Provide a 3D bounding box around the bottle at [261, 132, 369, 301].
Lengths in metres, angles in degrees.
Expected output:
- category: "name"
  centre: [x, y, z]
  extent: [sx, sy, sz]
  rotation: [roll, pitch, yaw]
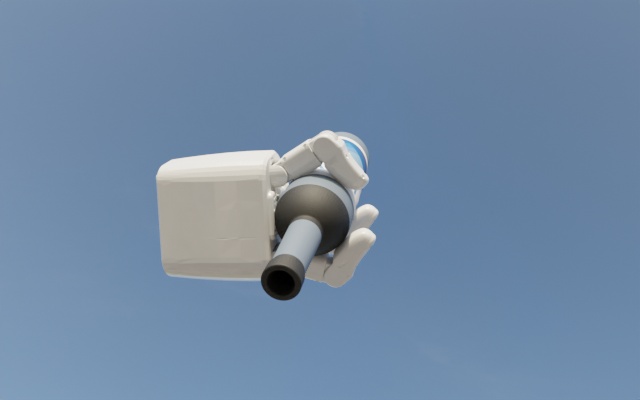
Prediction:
- category: "bottle"
  centre: [0.000, 0.001, 0.443]
  extent: [0.069, 0.069, 0.295]
  rotation: [0, 21, 11]
